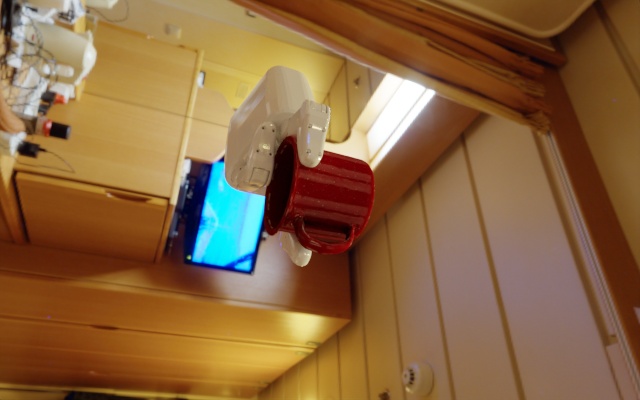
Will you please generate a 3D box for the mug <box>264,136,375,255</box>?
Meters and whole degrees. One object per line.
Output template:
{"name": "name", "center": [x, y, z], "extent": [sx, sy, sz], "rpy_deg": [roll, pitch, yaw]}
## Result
{"name": "mug", "center": [0.000, 0.002, 0.442], "extent": [0.081, 0.093, 0.117], "rpy_deg": [11, 39, -20]}
